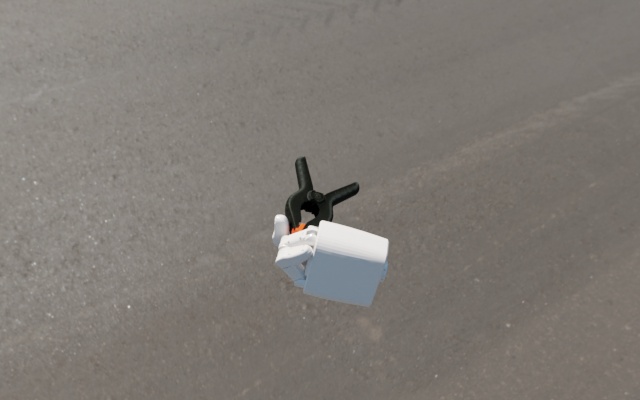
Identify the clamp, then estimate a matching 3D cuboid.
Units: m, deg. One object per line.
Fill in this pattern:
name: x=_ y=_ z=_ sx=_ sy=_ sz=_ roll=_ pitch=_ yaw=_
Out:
clamp: x=0.000 y=0.002 z=0.784 sx=0.120 sy=0.171 sz=0.039 roll=16 pitch=-41 yaw=-1
